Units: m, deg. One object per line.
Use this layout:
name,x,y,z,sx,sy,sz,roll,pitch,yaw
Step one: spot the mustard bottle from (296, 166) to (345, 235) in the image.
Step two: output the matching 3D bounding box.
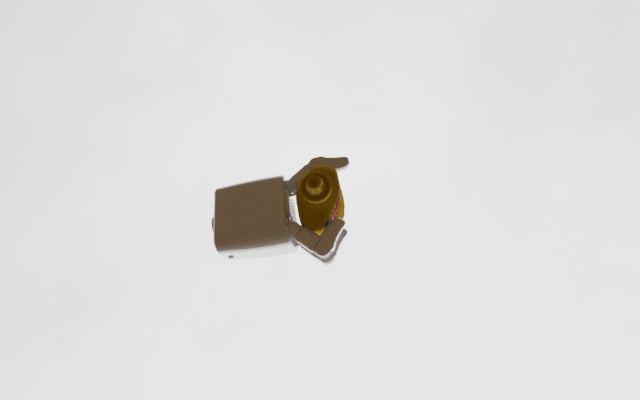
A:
mustard bottle,0.000,0.002,0.694,0.058,0.096,0.192,15,-14,10
